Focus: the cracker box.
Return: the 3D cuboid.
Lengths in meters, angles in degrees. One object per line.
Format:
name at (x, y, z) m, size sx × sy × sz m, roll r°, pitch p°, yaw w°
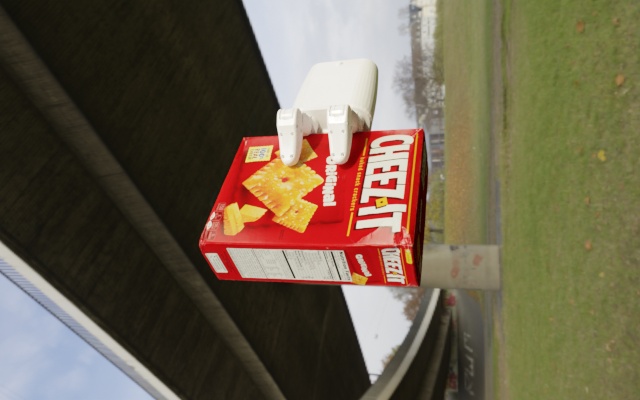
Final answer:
cracker box at (0.000, 0.002, 0.506) m, size 0.213 × 0.164 × 0.072 m, roll -1°, pitch -43°, yaw 18°
